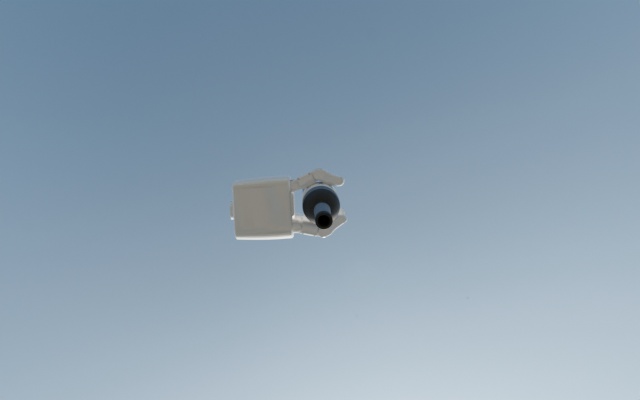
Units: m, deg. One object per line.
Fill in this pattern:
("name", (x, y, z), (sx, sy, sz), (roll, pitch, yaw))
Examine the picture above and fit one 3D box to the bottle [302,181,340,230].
("bottle", (0.000, 0.003, 0.871), (0.069, 0.069, 0.295), (0, 11, -2))
